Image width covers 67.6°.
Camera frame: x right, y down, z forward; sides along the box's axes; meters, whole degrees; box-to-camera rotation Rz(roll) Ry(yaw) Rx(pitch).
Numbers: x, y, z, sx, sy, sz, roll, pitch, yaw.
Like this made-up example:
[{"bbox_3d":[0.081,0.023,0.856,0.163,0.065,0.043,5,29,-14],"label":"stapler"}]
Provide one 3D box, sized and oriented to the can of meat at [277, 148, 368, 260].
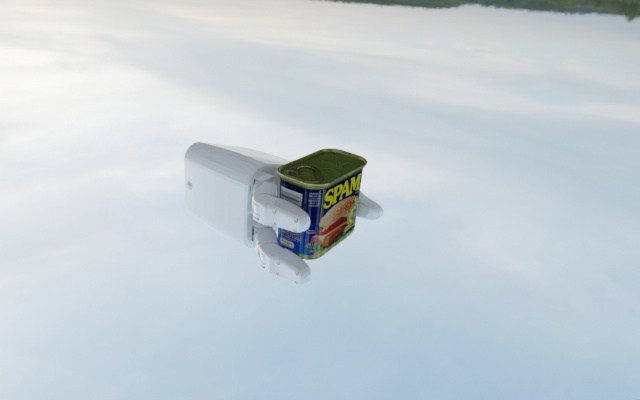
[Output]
[{"bbox_3d":[0.000,0.002,0.491,0.057,0.084,0.102,21,29,28],"label":"can of meat"}]
